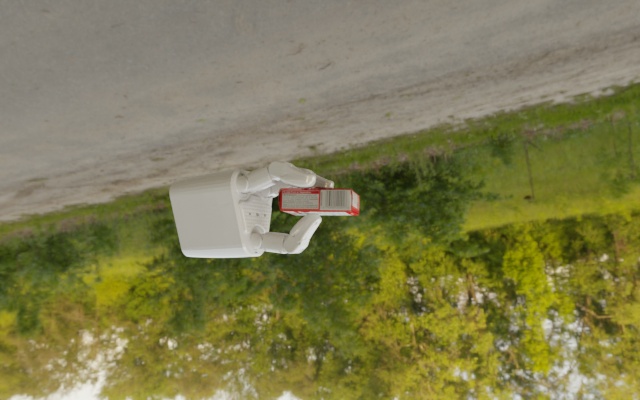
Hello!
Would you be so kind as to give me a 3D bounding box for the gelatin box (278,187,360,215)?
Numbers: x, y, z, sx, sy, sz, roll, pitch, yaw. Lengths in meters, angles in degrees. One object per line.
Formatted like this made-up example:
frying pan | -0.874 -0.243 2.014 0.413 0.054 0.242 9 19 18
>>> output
gelatin box | 0.000 0.002 0.590 0.089 0.030 0.073 1 -5 12
